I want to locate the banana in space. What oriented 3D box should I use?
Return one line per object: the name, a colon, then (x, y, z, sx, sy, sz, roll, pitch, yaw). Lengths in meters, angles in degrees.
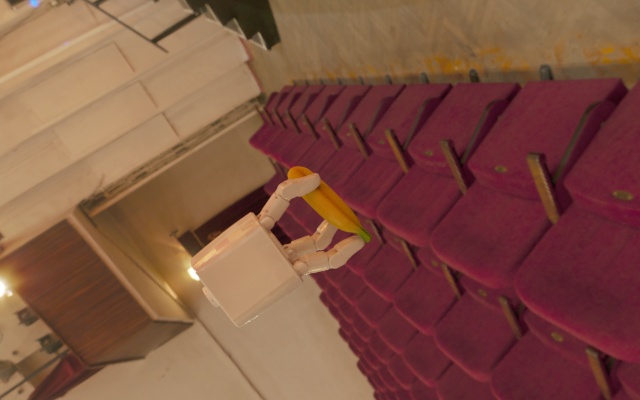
banana: (-0.005, -0.007, 0.690, 0.197, 0.037, 0.070, 44, -9, 42)
